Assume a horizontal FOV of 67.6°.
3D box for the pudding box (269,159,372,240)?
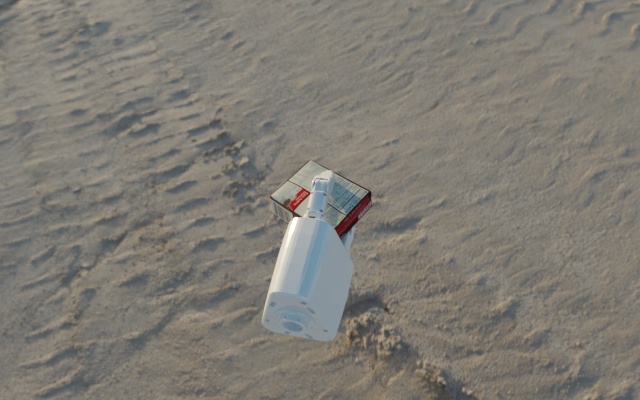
[{"bbox_3d":[0.000,0.002,0.649,0.113,0.039,0.090,31,60,28],"label":"pudding box"}]
